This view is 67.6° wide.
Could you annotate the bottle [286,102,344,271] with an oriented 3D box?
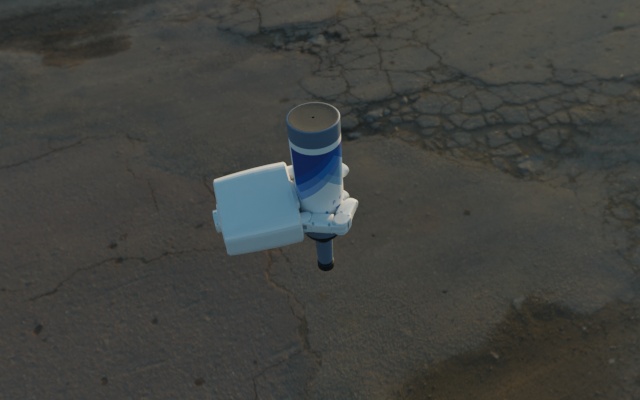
[{"bbox_3d":[0.000,0.002,0.687,0.069,0.296,0.069,-3,45,3],"label":"bottle"}]
